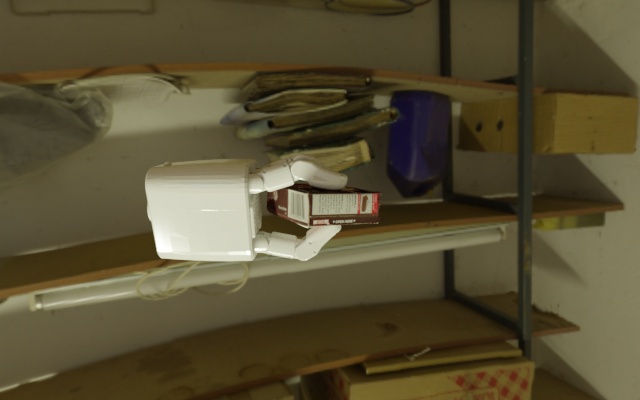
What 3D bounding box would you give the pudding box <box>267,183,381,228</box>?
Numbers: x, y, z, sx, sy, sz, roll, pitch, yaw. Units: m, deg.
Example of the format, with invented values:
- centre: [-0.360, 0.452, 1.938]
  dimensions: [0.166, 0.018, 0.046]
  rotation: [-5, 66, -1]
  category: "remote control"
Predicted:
- centre: [0.000, 0.002, 0.539]
  dimensions: [0.090, 0.039, 0.113]
  rotation: [-2, 10, -28]
  category: "pudding box"
